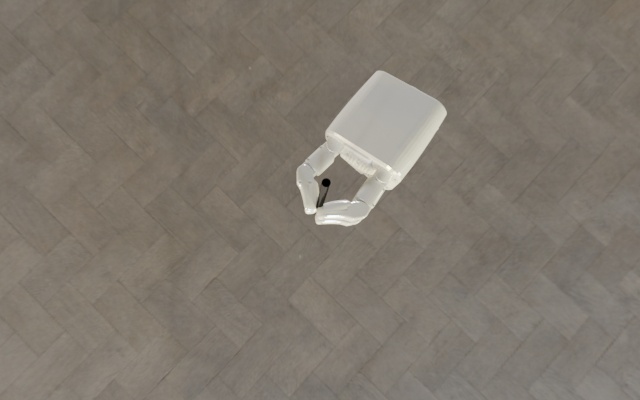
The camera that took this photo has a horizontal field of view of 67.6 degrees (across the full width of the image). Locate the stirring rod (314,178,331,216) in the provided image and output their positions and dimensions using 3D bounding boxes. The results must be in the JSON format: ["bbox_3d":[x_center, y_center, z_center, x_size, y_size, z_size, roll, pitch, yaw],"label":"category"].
[{"bbox_3d":[0.000,0.002,0.535,0.011,0.011,0.239,0,-8,-2],"label":"stirring rod"}]
